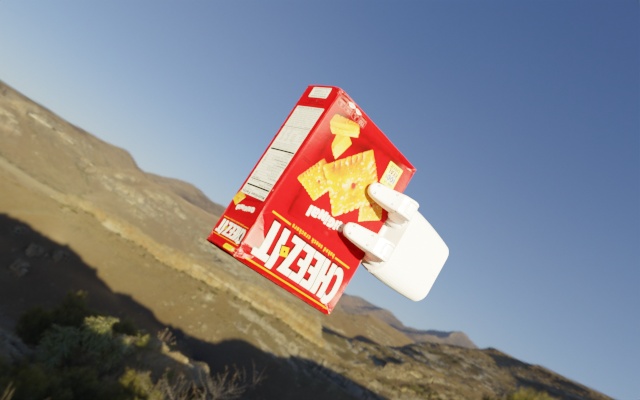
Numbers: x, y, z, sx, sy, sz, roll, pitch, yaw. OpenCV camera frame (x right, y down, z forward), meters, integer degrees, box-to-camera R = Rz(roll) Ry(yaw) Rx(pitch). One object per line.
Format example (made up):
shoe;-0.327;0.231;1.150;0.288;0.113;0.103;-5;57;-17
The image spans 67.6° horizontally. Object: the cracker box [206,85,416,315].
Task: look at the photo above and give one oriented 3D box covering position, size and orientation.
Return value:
cracker box;0.000;0.002;0.555;0.164;0.213;0.072;40;-14;-37
